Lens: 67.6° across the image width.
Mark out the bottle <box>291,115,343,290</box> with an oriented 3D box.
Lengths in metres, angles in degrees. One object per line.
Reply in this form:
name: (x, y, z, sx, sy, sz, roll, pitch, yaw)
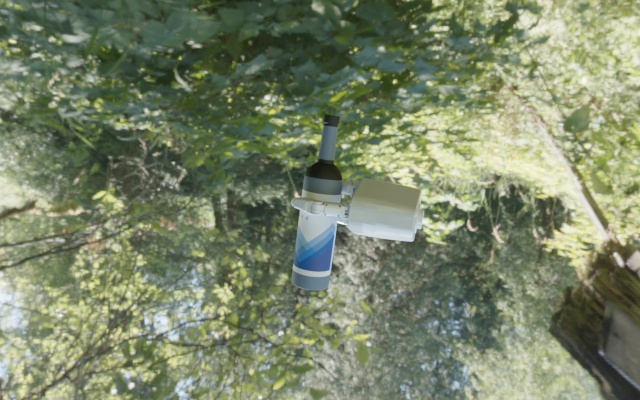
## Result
bottle: (0.000, 0.003, 0.819, 0.069, 0.296, 0.069, 7, 9, -1)
